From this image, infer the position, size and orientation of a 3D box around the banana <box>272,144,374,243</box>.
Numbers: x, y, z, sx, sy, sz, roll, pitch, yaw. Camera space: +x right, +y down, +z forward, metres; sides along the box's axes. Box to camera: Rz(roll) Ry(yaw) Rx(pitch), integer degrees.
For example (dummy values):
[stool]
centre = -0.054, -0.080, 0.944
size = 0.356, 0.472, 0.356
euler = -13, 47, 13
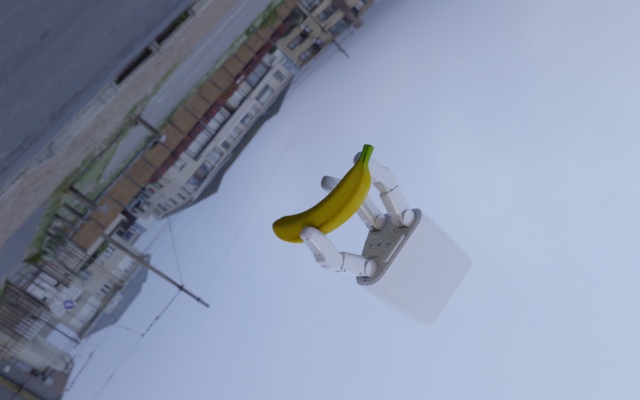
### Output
[banana]
centre = -0.001, 0.013, 0.573
size = 0.037, 0.069, 0.198
euler = 35, -48, -22
